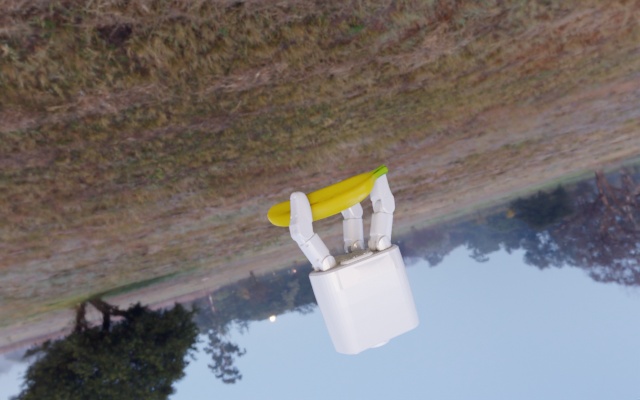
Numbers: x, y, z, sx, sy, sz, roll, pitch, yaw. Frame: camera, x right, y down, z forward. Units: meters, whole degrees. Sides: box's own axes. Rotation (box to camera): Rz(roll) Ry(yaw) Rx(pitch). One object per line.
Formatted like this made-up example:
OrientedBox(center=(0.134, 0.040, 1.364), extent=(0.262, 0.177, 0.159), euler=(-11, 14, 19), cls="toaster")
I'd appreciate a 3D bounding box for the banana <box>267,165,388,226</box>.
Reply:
OrientedBox(center=(-0.006, 0.005, 0.623), extent=(0.198, 0.037, 0.069), euler=(-19, 3, 31), cls="banana")
